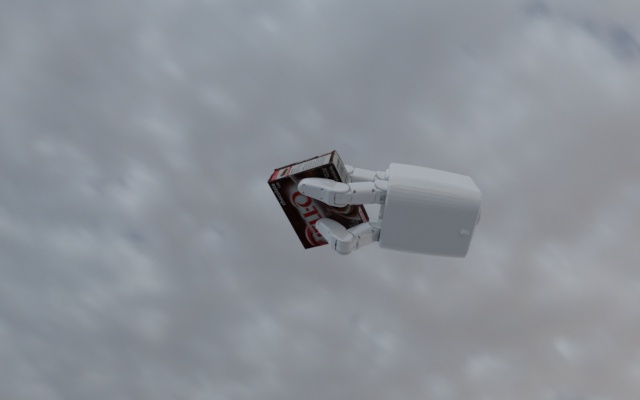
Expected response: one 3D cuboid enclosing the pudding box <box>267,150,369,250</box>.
[{"bbox_3d":[0.000,0.002,0.598,0.090,0.113,0.039,-16,27,22],"label":"pudding box"}]
